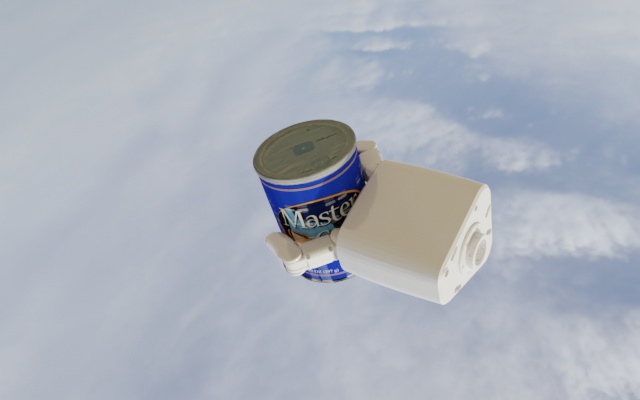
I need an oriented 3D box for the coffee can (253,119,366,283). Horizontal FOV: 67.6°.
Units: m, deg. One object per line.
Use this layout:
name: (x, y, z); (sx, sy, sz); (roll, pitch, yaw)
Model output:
coffee can: (0.000, 0.002, 0.501); (0.103, 0.140, 0.102); (-11, 37, 9)
